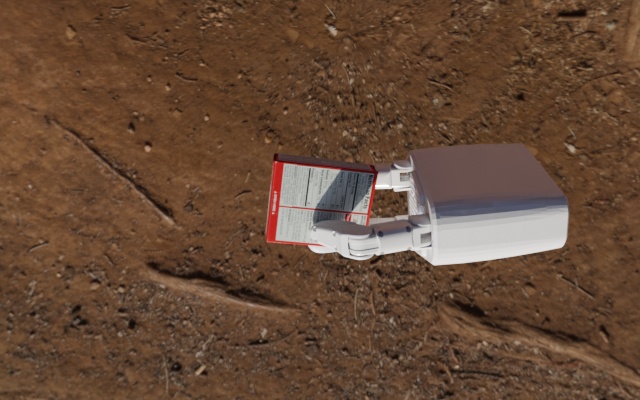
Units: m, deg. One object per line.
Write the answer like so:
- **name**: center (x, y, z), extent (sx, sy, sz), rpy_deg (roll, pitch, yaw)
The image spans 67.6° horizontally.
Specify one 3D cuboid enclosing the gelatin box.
- **gelatin box**: center (0.000, 0.001, 0.413), extent (0.089, 0.073, 0.030), rpy_deg (5, 19, -7)
